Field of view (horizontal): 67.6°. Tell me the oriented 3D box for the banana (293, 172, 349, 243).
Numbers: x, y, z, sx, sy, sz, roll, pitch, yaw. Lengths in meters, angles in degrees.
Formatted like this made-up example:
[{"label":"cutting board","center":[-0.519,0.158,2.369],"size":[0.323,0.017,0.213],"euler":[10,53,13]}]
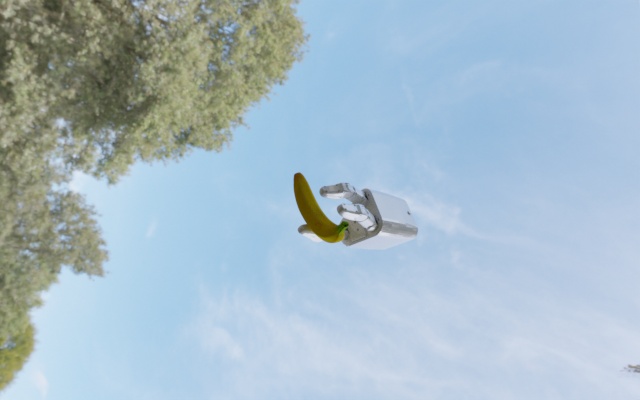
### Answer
[{"label":"banana","center":[-0.004,0.021,0.844],"size":[0.037,0.070,0.197],"euler":[5,25,-34]}]
